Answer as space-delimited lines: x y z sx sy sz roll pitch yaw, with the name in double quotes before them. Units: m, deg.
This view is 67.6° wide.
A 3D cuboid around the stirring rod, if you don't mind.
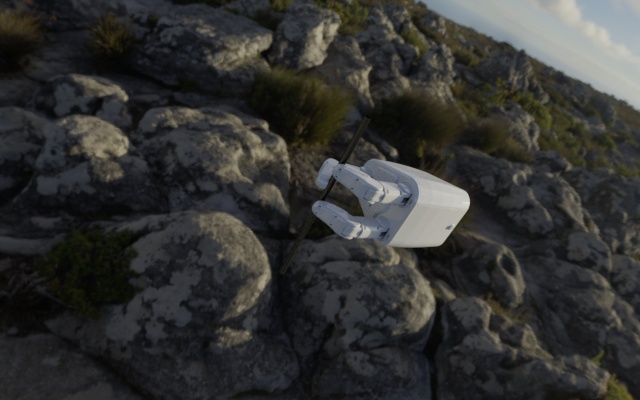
"stirring rod" 0.000 0.002 0.577 0.011 0.240 0.011 22 29 -13
